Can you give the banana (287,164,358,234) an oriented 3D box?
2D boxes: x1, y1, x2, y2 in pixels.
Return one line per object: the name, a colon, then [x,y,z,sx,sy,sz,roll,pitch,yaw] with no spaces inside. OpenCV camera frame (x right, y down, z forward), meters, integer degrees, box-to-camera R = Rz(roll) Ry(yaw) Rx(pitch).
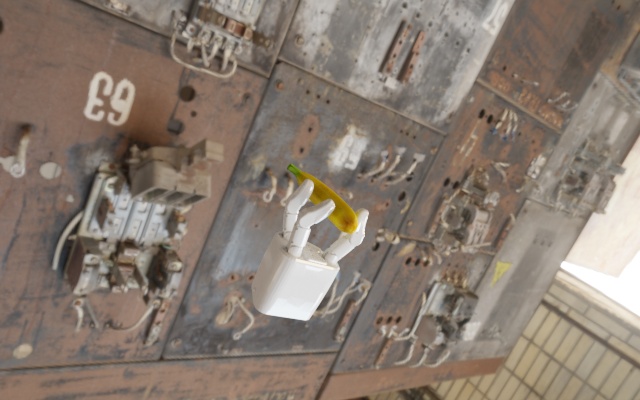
banana: [0.011,0.006,0.773,0.070,0.037,0.197,21,16,-43]
